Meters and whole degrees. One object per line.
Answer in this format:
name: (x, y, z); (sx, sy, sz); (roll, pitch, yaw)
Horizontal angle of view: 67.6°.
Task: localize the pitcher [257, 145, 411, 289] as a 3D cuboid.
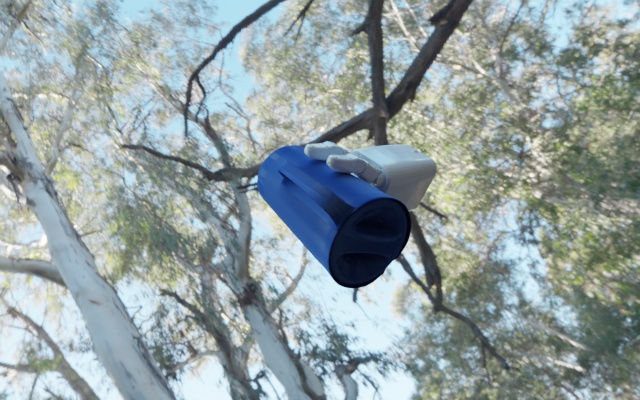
pitcher: (0.000, 0.002, 0.687); (0.145, 0.149, 0.242); (-12, 32, -31)
